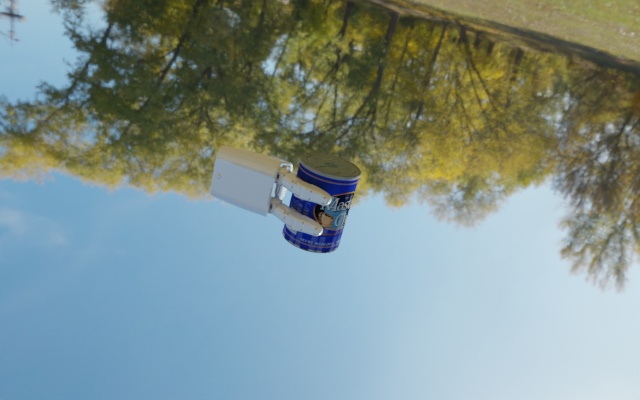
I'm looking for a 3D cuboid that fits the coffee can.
[{"bbox_3d":[0.000,0.003,0.803,0.103,0.140,0.102,13,22,-5],"label":"coffee can"}]
